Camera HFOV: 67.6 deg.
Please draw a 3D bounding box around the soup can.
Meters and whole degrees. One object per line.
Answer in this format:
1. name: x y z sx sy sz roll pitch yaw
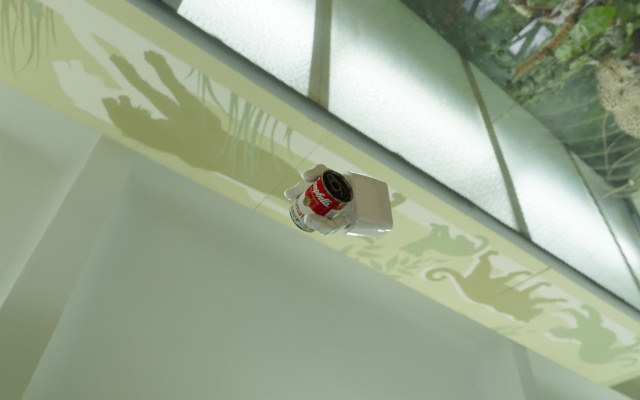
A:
1. soup can: 0.000 0.003 0.841 0.068 0.068 0.102 0 -33 -45
